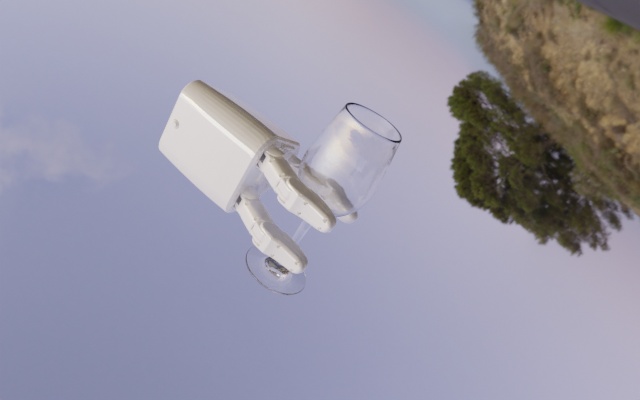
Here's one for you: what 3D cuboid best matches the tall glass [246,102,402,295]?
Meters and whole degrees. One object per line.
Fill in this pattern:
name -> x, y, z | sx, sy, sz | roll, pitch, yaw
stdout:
tall glass -> 0.000, 0.002, 0.482 | 0.079, 0.201, 0.079 | 26, 28, -15
